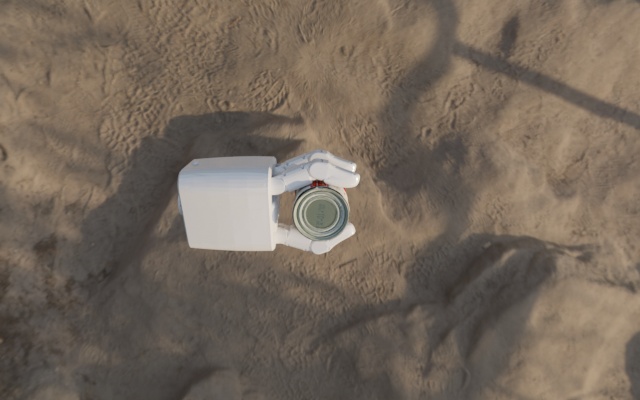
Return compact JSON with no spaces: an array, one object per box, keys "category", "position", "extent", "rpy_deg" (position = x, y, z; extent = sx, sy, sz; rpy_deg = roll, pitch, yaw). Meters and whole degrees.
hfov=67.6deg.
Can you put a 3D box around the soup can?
[{"category":"soup can","position":[0.001,0.002,0.589],"extent":[0.068,0.068,0.102],"rpy_deg":[0,17,0]}]
